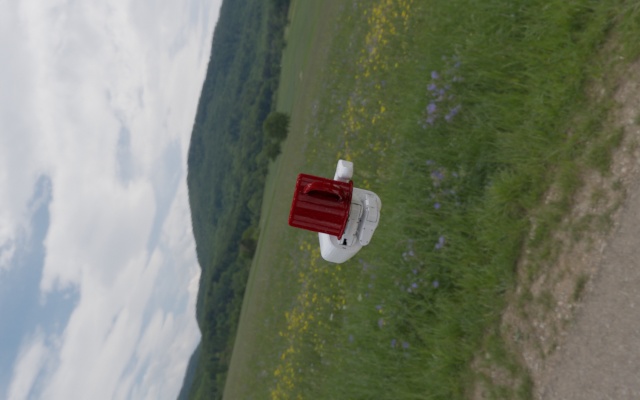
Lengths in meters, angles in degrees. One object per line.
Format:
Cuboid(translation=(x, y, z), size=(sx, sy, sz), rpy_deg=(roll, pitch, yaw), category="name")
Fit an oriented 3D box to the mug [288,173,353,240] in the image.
Cuboid(translation=(0.000, 0.002, 0.701), size=(0.081, 0.093, 0.117), rpy_deg=(12, -20, -4), category="mug")
